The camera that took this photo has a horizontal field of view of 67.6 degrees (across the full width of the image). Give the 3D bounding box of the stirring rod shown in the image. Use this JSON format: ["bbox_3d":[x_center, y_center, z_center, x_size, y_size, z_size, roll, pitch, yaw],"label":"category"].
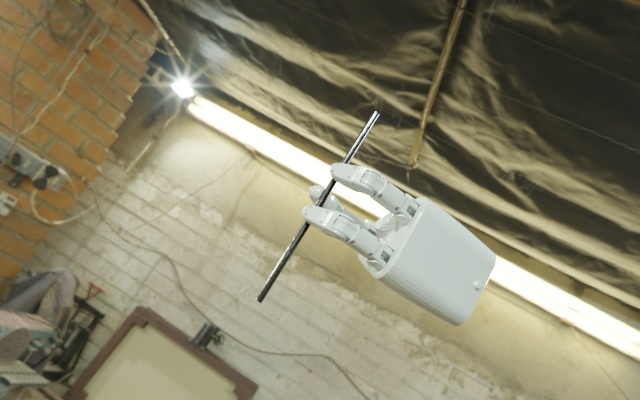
[{"bbox_3d":[0.000,0.002,0.503,0.011,0.239,0.011,30,-14,8],"label":"stirring rod"}]
